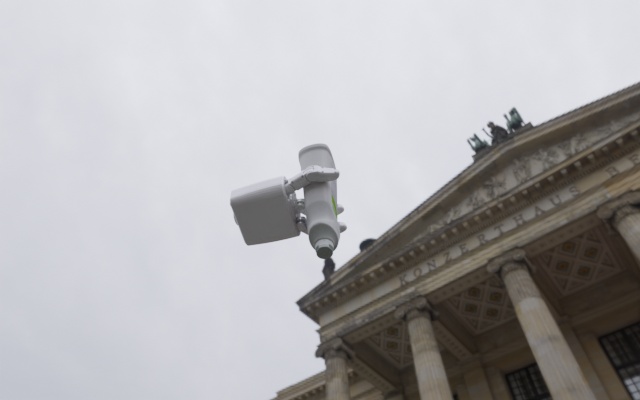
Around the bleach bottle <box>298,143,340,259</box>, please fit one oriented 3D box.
[{"bbox_3d":[0.000,0.003,0.877,0.068,0.103,0.250,-14,37,8],"label":"bleach bottle"}]
